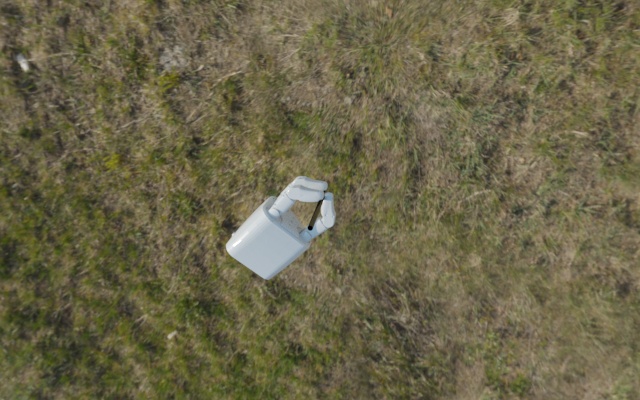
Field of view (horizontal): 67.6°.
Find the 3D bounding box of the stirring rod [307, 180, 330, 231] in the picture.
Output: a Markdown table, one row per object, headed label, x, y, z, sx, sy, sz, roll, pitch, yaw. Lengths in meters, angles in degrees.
| label | x | y | z | sx | sy | sz | roll | pitch | yaw |
| --- | --- | --- | --- | --- | --- | --- | --- | --- | --- |
| stirring rod | 0.000 | 0.003 | 0.790 | 0.011 | 0.011 | 0.239 | 0 | 18 | 7 |
